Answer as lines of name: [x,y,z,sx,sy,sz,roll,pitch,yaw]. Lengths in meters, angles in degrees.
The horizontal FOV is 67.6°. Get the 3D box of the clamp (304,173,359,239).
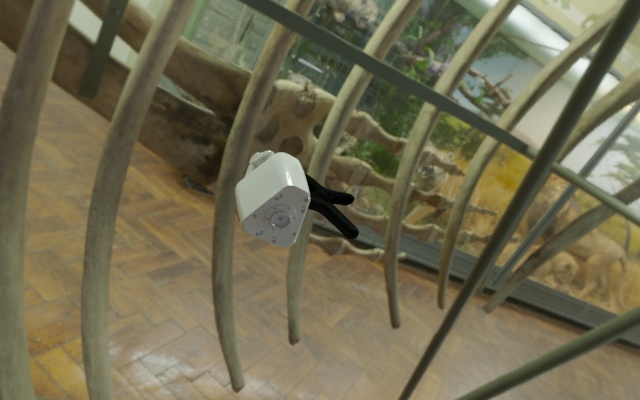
clamp: [0.000,0.002,0.841,0.171,0.039,0.120,22,26,-26]
